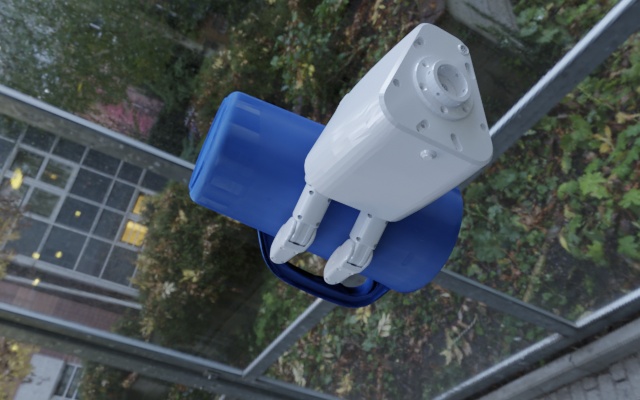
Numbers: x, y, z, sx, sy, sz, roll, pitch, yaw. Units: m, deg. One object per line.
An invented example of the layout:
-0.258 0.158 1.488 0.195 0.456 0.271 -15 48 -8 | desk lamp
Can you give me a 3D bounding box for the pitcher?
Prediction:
0.000 0.001 0.468 0.243 0.149 0.145 22 -29 -18 | pitcher
